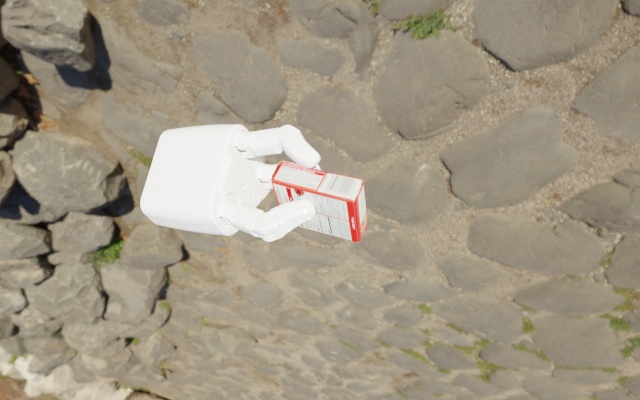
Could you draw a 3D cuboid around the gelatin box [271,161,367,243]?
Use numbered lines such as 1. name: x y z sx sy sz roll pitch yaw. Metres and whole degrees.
1. gelatin box: 0.000 0.002 0.477 0.089 0.030 0.073 14 -33 19
